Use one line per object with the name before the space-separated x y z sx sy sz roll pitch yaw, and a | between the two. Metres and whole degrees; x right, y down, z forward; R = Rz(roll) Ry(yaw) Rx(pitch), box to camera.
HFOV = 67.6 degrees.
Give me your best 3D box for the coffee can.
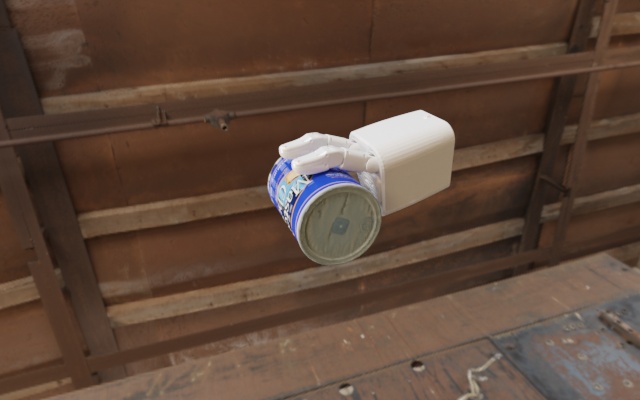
coffee can | 0.000 0.002 0.599 0.103 0.103 0.140 0 24 -22
